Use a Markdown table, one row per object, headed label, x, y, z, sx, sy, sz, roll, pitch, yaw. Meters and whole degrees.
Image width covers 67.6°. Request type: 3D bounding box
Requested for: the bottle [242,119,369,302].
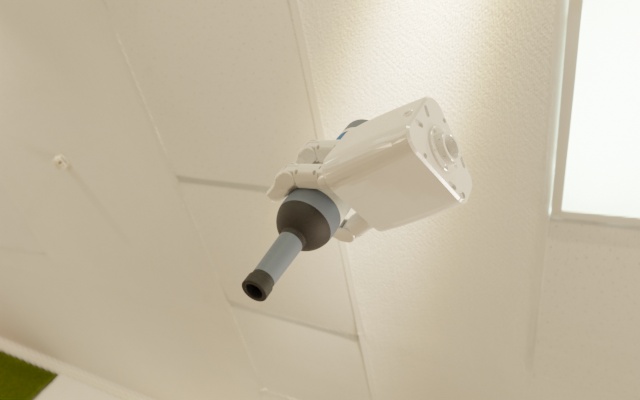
| label | x | y | z | sx | sy | sz | roll | pitch | yaw |
| --- | --- | --- | --- | --- | --- | --- | --- | --- | --- |
| bottle | 0.000 | 0.002 | 0.550 | 0.069 | 0.069 | 0.295 | 0 | 35 | 31 |
